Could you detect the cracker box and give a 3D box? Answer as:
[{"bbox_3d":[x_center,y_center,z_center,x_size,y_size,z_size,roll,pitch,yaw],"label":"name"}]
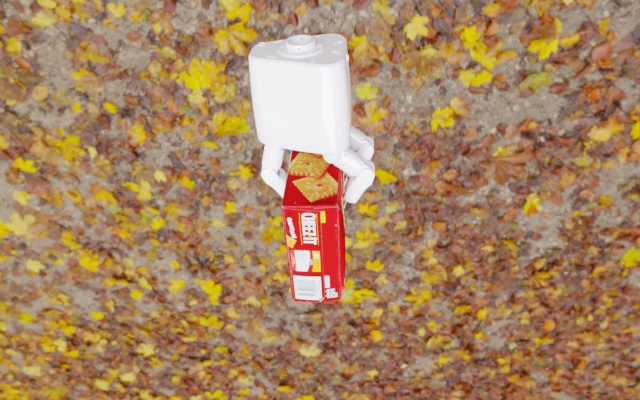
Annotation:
[{"bbox_3d":[0.000,0.002,0.638,0.072,0.164,0.213,1,39,5],"label":"cracker box"}]
